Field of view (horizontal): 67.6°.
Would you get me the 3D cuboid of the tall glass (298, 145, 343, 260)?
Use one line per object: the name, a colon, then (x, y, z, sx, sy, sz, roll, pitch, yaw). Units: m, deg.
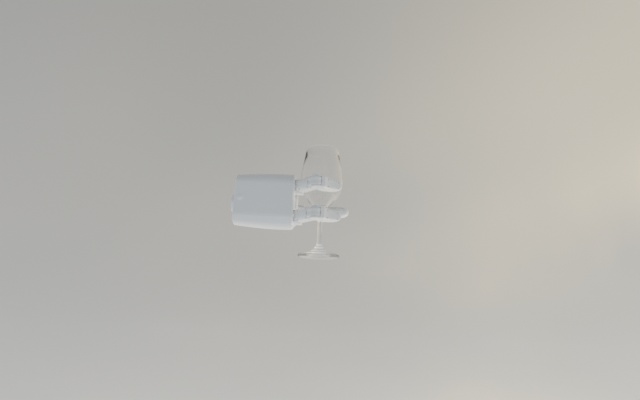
tall glass: (0.000, 0.004, 0.867, 0.079, 0.201, 0.079, 3, -16, 1)
